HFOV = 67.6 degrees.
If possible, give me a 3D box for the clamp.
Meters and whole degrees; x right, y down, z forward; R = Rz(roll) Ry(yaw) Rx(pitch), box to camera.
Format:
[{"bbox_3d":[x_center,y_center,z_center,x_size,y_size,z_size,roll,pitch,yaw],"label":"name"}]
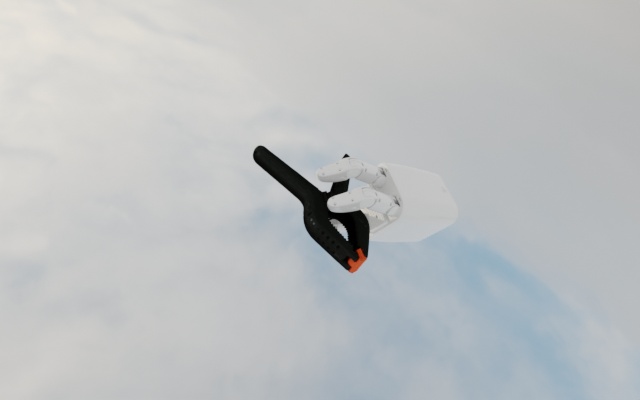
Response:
[{"bbox_3d":[0.000,0.003,0.641,0.164,0.209,0.036,6,-45,-29],"label":"clamp"}]
